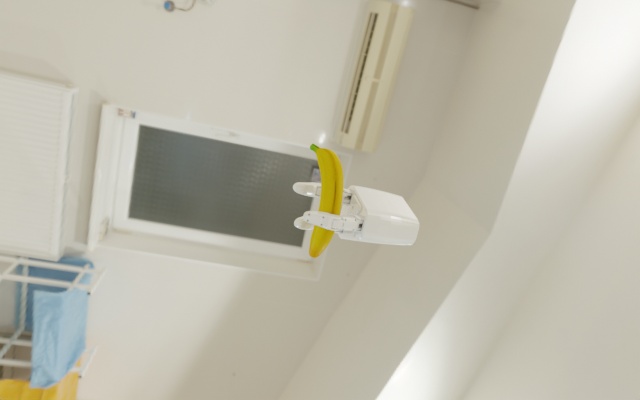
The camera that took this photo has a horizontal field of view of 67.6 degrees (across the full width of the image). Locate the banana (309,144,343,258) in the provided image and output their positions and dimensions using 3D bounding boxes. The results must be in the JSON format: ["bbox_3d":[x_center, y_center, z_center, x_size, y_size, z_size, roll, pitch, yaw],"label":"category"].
[{"bbox_3d":[0.010,-0.003,0.800,0.037,0.197,0.069,7,-10,-30],"label":"banana"}]
